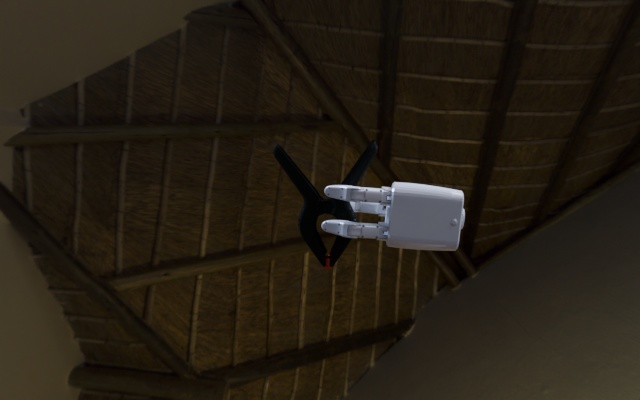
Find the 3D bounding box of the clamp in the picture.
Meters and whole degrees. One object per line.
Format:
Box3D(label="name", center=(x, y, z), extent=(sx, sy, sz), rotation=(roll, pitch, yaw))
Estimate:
Box3D(label="clamp", center=(0.000, 0.003, 0.762), extent=(0.164, 0.210, 0.036), rotation=(6, 7, 9))
